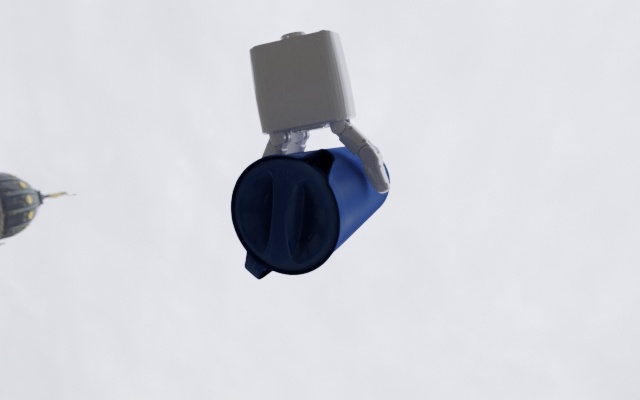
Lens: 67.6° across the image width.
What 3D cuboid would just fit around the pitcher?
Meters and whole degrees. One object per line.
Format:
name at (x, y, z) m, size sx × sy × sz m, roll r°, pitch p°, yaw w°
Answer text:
pitcher at (0.000, 0.002, 0.614) m, size 0.149 × 0.145 × 0.243 m, roll -8°, pitch 8°, yaw 26°
